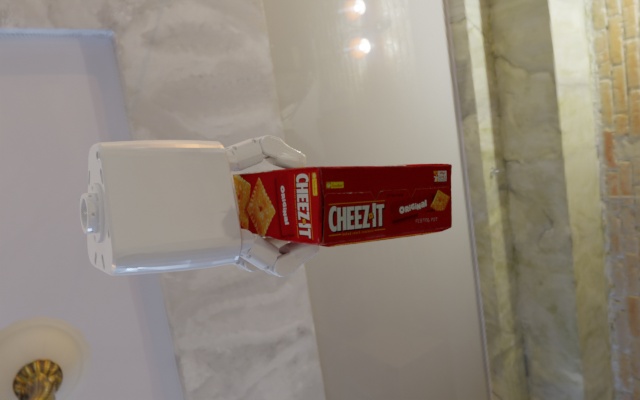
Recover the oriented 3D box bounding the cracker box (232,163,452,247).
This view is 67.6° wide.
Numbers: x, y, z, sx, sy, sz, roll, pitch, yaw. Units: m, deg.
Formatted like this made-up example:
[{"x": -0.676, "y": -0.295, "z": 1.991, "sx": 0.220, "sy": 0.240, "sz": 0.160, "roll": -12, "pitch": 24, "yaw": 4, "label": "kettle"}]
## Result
[{"x": 0.000, "y": 0.001, "z": 0.495, "sx": 0.164, "sy": 0.072, "sz": 0.213, "roll": -5, "pitch": 3, "yaw": -37, "label": "cracker box"}]
